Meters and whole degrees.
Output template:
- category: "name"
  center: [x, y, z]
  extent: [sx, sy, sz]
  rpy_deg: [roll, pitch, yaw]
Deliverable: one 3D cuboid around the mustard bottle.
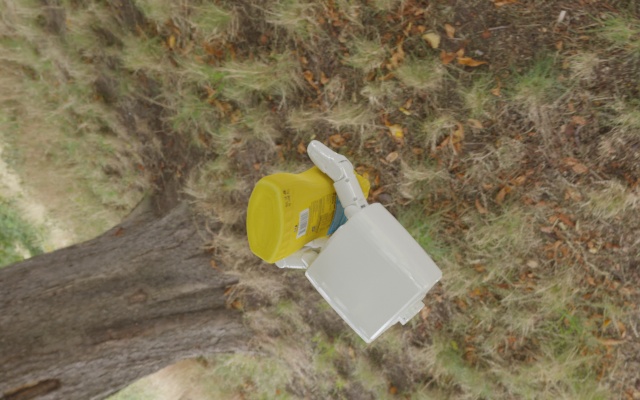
- category: "mustard bottle"
  center: [0.000, 0.002, 0.574]
  extent: [0.058, 0.096, 0.191]
  rpy_deg: [25, 29, 33]
